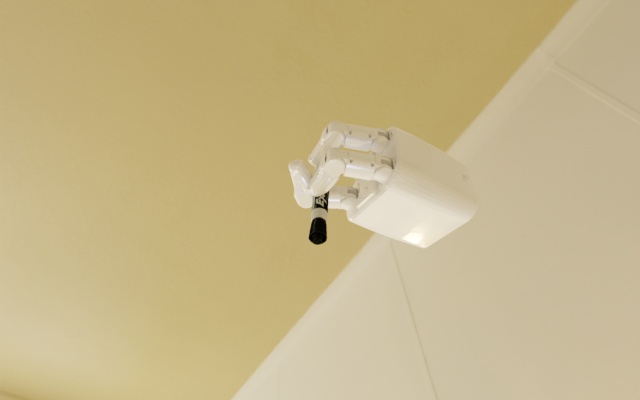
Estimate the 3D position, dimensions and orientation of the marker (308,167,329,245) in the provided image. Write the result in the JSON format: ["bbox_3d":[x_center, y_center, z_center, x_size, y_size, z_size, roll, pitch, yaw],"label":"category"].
[{"bbox_3d":[0.000,0.002,0.518,0.020,0.020,0.121,0,41,4],"label":"marker"}]
